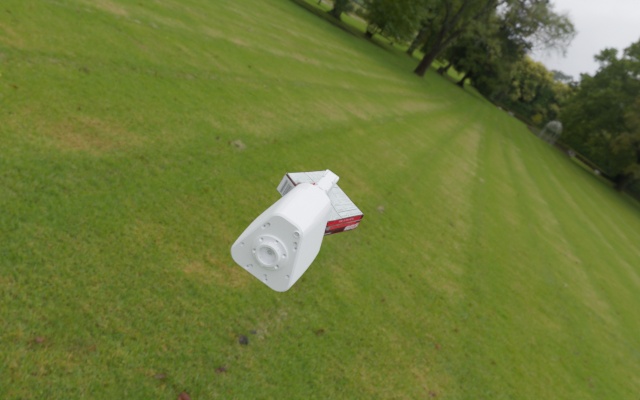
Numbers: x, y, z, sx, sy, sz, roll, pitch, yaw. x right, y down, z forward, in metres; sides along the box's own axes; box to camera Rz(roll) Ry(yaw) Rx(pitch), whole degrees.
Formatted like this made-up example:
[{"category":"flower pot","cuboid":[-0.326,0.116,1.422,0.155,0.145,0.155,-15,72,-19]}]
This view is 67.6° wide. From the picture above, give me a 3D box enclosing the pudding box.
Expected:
[{"category":"pudding box","cuboid":[0.000,0.002,0.744,0.090,0.039,0.113,-7,49,-46]}]
